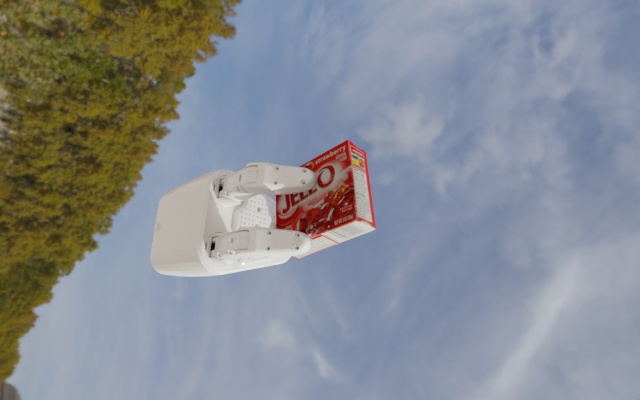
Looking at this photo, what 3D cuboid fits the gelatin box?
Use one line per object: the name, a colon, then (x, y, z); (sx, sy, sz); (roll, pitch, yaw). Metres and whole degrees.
gelatin box: (0.001, 0.001, 0.403); (0.089, 0.073, 0.030); (-25, -34, 35)
